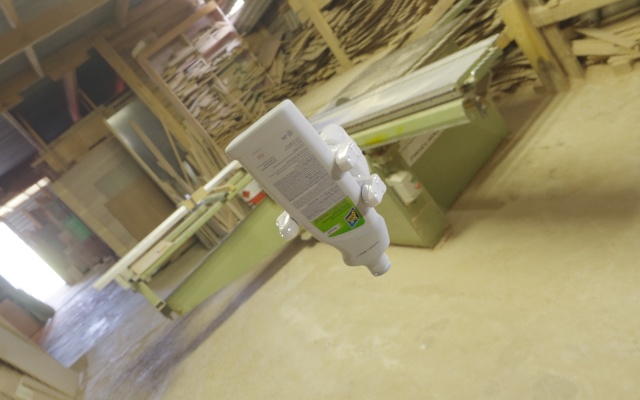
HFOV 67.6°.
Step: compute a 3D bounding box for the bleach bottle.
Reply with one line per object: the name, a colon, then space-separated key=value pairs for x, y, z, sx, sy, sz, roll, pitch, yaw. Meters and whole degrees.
bleach bottle: x=0.000 y=0.002 z=0.602 sx=0.102 sy=0.251 sz=0.068 roll=-34 pitch=16 yaw=15
